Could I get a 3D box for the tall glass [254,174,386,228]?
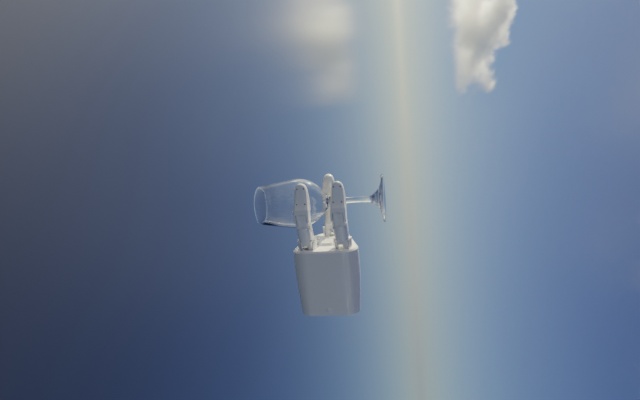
[{"bbox_3d":[0.001,0.002,0.750,0.201,0.079,0.079,-3,-1,10],"label":"tall glass"}]
